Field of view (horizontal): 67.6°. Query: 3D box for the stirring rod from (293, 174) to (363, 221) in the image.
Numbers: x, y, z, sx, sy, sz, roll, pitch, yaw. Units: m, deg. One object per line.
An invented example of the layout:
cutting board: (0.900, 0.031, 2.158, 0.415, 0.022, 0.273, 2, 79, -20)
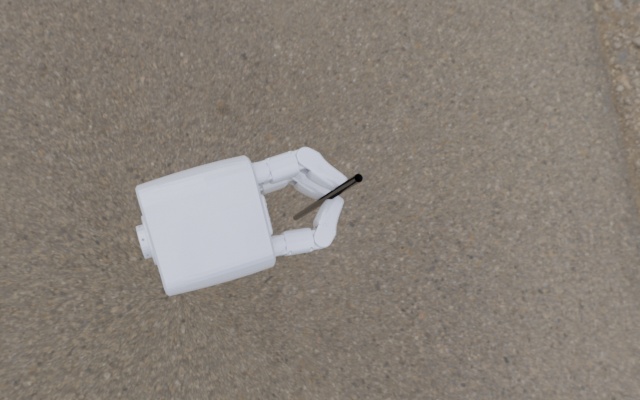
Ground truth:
stirring rod: (0.000, 0.002, 0.535, 0.011, 0.011, 0.239, 0, -10, -16)
